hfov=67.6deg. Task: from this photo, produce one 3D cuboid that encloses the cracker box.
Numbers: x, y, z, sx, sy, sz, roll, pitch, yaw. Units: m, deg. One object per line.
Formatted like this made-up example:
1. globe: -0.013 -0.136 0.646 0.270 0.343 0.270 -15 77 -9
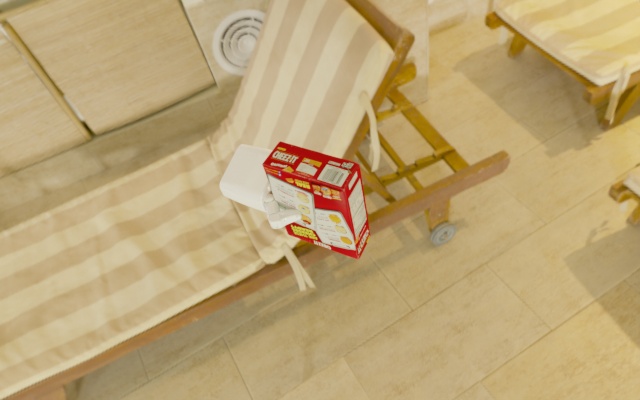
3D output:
1. cracker box: 0.000 0.003 0.883 0.164 0.072 0.214 18 -32 25
